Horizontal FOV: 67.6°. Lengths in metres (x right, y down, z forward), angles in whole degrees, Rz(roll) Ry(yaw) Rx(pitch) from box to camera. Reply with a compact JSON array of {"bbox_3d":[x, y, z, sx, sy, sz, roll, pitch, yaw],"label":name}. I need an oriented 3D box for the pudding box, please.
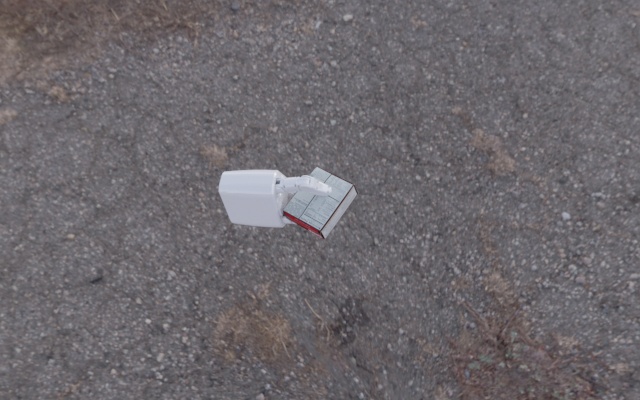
[{"bbox_3d":[0.000,0.003,0.868,0.090,0.113,0.039,28,-17,26],"label":"pudding box"}]
